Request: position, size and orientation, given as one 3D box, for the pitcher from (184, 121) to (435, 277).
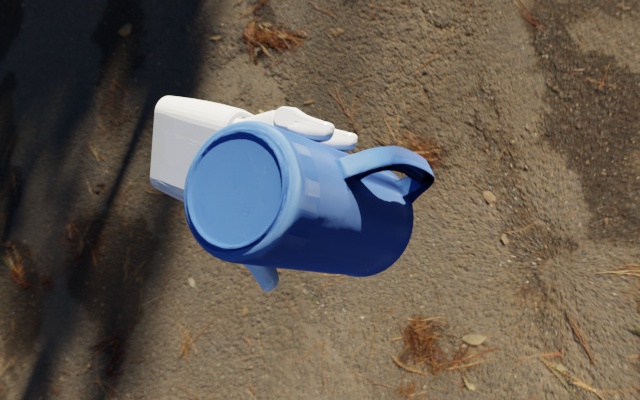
[{"bbox_3d":[0.000,0.001,0.450,0.145,0.149,0.243,21,2,28],"label":"pitcher"}]
